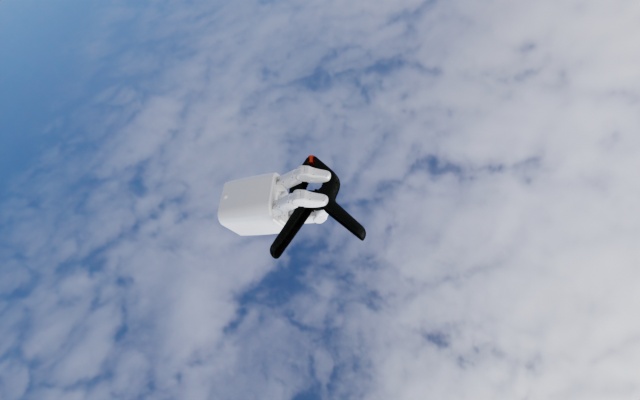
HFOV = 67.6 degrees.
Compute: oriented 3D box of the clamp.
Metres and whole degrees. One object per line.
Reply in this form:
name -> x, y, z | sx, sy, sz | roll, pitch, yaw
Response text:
clamp -> 0.000, 0.003, 0.840 | 0.164, 0.209, 0.036 | -7, -38, 15
